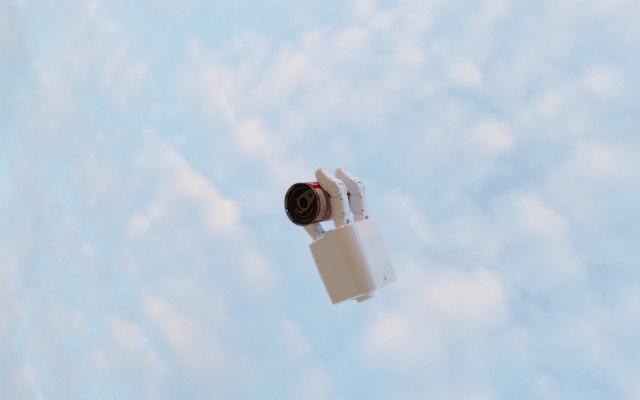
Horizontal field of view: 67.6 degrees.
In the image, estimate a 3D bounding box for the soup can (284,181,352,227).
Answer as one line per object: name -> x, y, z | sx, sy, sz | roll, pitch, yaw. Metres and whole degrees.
soup can -> 0.000, 0.002, 0.768 | 0.068, 0.068, 0.102 | 0, 4, 37
